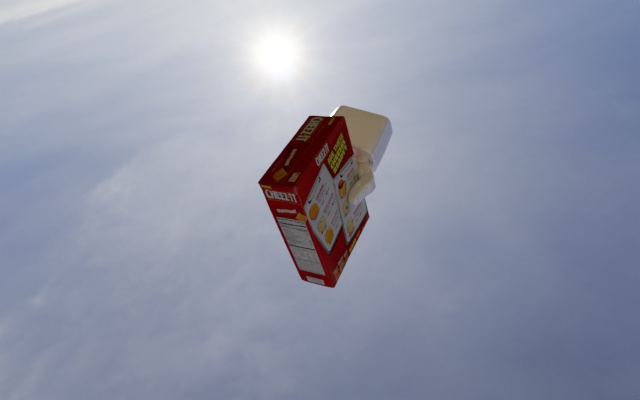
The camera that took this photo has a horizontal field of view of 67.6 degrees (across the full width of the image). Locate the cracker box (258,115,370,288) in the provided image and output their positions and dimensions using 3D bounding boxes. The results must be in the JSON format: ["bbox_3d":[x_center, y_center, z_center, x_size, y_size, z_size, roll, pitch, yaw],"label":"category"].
[{"bbox_3d":[0.000,0.003,0.738,0.072,0.214,0.164,7,46,29],"label":"cracker box"}]
